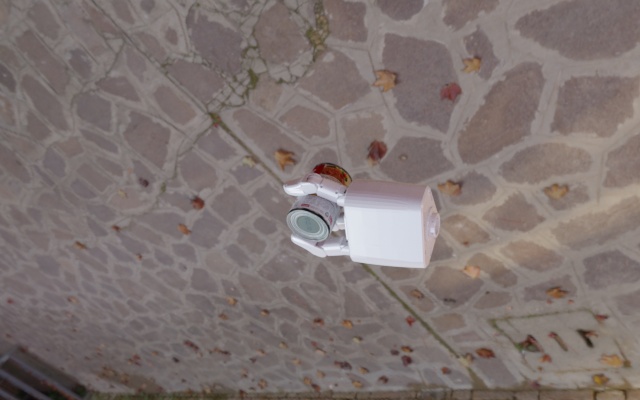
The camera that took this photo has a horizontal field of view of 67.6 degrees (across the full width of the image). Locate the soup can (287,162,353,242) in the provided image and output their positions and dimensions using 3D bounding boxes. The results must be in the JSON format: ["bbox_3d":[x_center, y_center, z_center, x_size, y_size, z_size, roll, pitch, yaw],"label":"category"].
[{"bbox_3d":[0.000,0.002,0.702,0.068,0.068,0.102,0,43,30],"label":"soup can"}]
